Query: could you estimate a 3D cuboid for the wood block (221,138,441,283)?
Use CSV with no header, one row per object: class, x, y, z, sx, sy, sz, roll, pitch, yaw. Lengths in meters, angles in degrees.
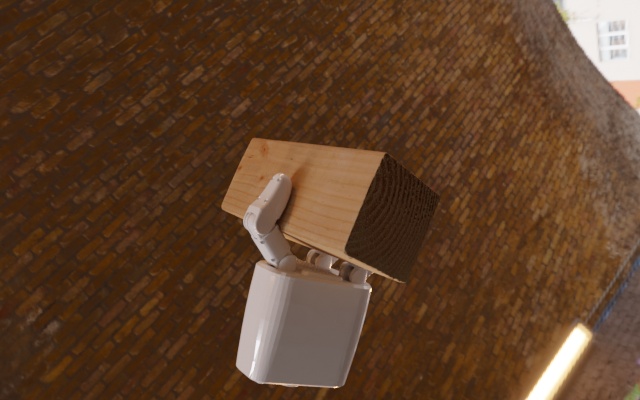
wood block,0.000,0.002,0.480,0.091,0.090,0.206,30,-11,-39
